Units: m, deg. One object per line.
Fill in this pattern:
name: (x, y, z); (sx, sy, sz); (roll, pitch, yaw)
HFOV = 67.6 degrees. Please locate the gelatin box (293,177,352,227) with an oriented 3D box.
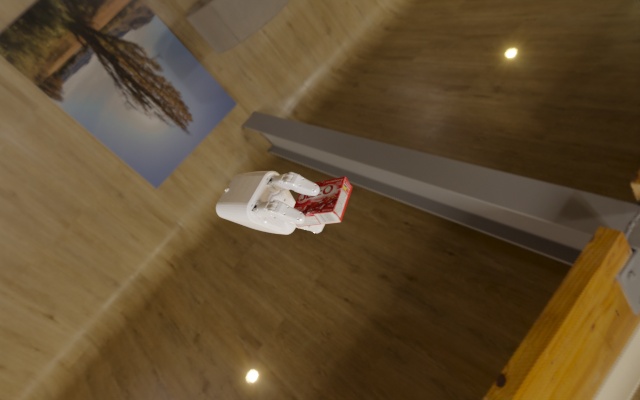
gelatin box: (0.001, 0.003, 0.769); (0.089, 0.073, 0.030); (-8, -45, 35)
